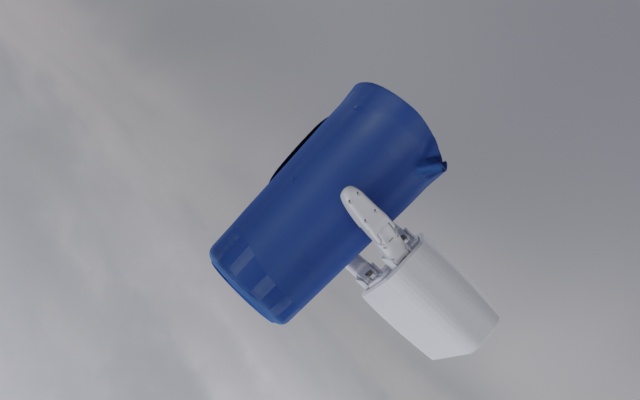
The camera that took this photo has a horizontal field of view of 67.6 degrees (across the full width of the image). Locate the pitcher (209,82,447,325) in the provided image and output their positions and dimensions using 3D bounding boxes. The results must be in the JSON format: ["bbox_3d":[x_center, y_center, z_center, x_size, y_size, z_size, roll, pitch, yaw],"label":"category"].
[{"bbox_3d":[0.000,0.002,0.504,0.145,0.243,0.149,44,-9,4],"label":"pitcher"}]
